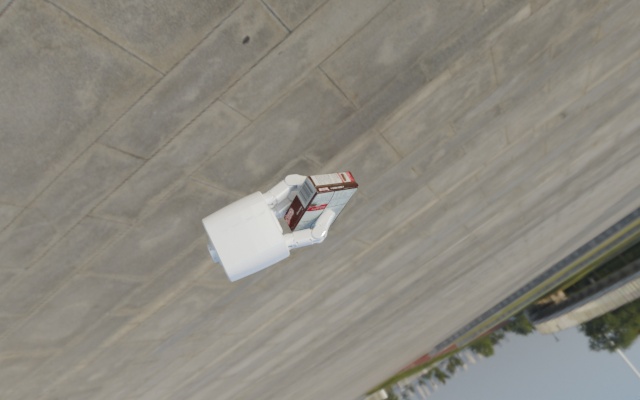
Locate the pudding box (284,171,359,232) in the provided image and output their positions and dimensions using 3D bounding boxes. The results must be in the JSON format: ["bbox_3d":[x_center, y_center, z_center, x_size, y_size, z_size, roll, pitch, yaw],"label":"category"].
[{"bbox_3d":[0.000,0.003,0.807,0.090,0.039,0.113,-10,-31,-36],"label":"pudding box"}]
